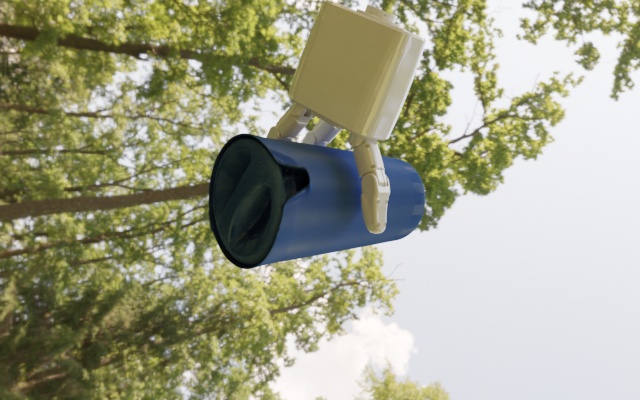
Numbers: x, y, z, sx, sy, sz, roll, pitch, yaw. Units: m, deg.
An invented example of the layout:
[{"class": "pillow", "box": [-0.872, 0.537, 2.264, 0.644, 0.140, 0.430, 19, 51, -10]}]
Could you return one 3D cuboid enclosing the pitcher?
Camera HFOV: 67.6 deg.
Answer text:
[{"class": "pitcher", "box": [0.000, 0.002, 0.552, 0.243, 0.145, 0.149, 0, 29, -42]}]
